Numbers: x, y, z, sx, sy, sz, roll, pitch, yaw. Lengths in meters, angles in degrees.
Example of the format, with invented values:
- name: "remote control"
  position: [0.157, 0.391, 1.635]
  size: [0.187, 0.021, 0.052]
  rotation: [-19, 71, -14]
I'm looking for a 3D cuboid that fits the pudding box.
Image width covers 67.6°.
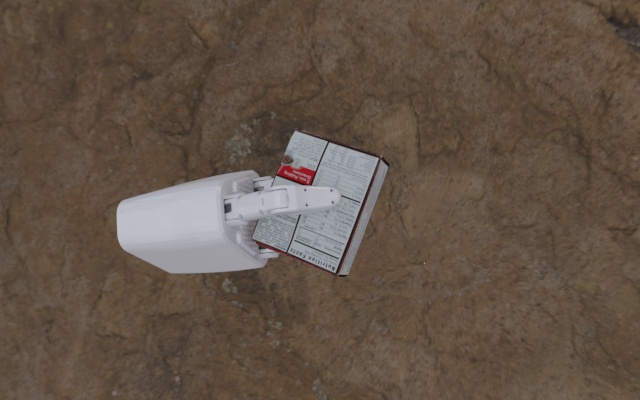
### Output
- name: "pudding box"
  position: [0.000, 0.001, 0.429]
  size: [0.090, 0.113, 0.039]
  rotation: [21, 0, 19]
